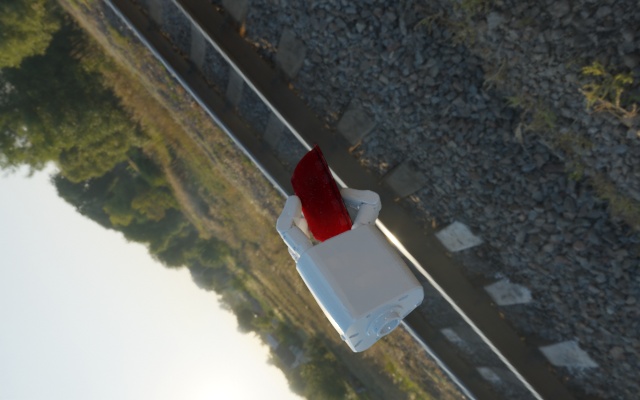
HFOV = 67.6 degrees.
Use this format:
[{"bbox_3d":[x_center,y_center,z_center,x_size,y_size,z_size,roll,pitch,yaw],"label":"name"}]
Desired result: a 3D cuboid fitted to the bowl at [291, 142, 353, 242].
[{"bbox_3d":[-0.001,0.002,0.674,0.055,0.162,0.162,-23,0,0],"label":"bowl"}]
